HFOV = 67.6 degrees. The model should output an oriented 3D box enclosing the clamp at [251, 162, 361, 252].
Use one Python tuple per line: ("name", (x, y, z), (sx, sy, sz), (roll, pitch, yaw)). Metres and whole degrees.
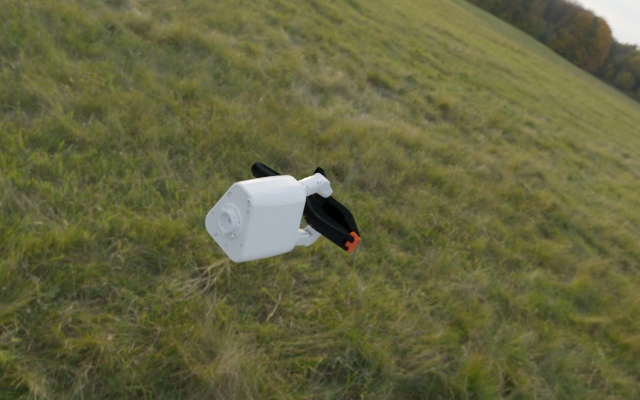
("clamp", (0.001, 0.002, 0.803), (0.210, 0.036, 0.164), (45, 30, 26))
